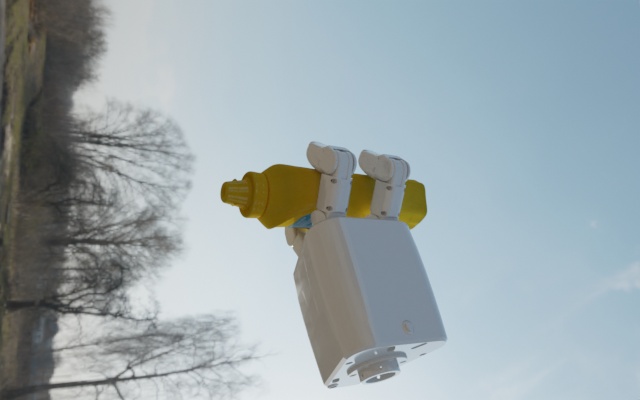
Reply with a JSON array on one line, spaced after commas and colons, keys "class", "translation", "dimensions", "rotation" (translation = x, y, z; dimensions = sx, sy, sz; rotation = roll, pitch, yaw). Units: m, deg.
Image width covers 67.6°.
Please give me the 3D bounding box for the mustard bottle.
[{"class": "mustard bottle", "translation": [0.000, 0.001, 0.451], "dimensions": [0.191, 0.058, 0.096], "rotation": [5, -13, -30]}]
